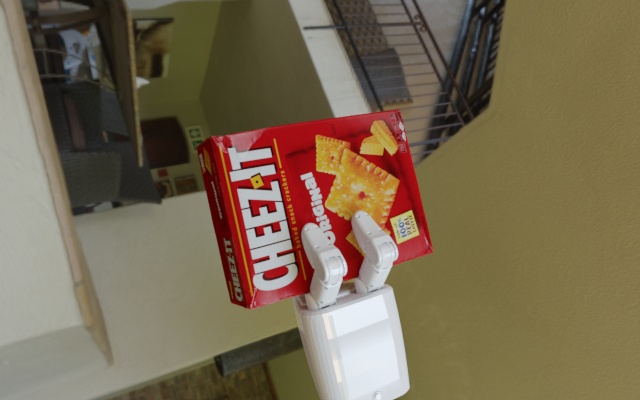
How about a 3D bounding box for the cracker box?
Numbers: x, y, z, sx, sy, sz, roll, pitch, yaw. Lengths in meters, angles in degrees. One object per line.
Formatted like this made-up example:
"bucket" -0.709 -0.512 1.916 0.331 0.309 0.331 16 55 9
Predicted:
"cracker box" 0.000 0.002 0.494 0.213 0.164 0.072 -13 1 -26
